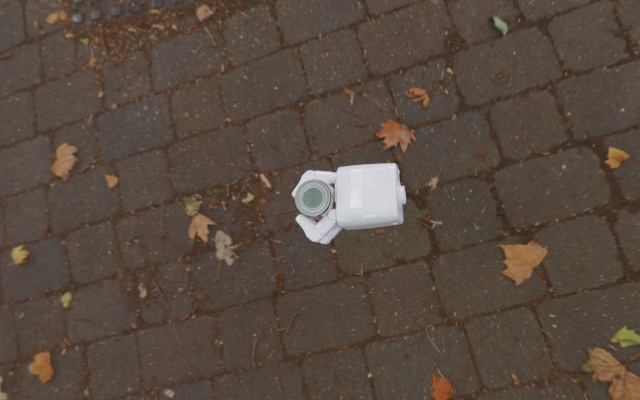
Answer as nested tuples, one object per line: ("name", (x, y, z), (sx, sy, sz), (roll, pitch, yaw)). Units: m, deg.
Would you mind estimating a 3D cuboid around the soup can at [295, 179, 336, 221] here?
("soup can", (0.000, 0.003, 0.869), (0.068, 0.068, 0.102), (0, -8, 16))
